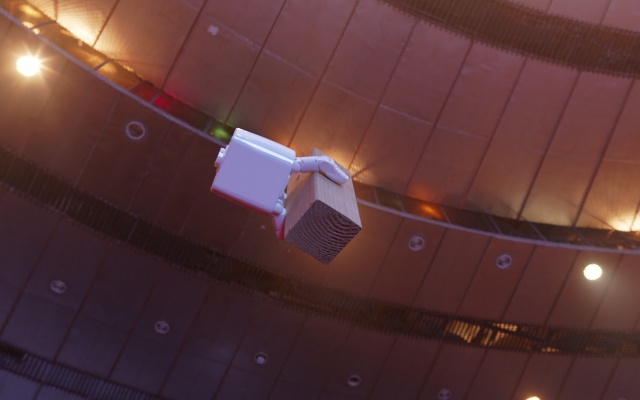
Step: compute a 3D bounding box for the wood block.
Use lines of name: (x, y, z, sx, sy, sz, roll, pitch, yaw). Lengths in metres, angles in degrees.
wood block: (0.000, 0.002, 0.823, 0.090, 0.091, 0.206, 33, 23, -18)
